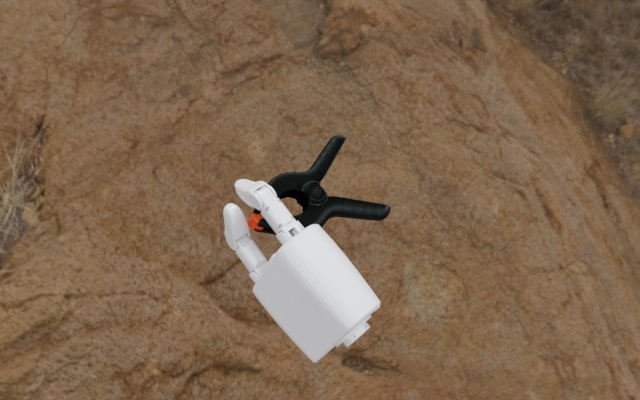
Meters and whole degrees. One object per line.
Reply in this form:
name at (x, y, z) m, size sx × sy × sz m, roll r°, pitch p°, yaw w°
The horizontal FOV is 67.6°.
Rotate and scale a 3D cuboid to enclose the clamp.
clamp at (0.000, 0.002, 0.557) m, size 0.171 × 0.120 × 0.039 m, roll -34°, pitch -15°, yaw -27°
